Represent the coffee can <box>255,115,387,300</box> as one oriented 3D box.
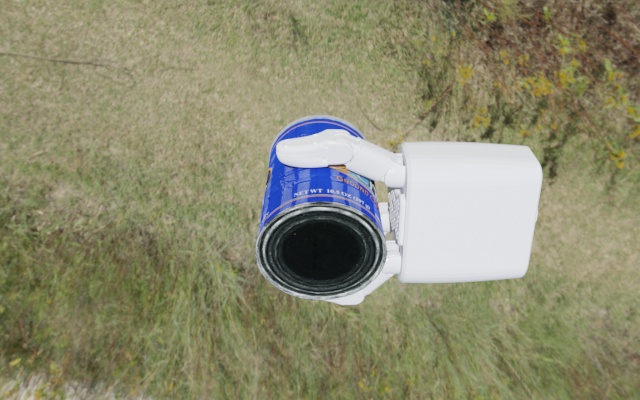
[{"bbox_3d":[0.000,0.001,0.424,0.103,0.103,0.140,0,37,0],"label":"coffee can"}]
